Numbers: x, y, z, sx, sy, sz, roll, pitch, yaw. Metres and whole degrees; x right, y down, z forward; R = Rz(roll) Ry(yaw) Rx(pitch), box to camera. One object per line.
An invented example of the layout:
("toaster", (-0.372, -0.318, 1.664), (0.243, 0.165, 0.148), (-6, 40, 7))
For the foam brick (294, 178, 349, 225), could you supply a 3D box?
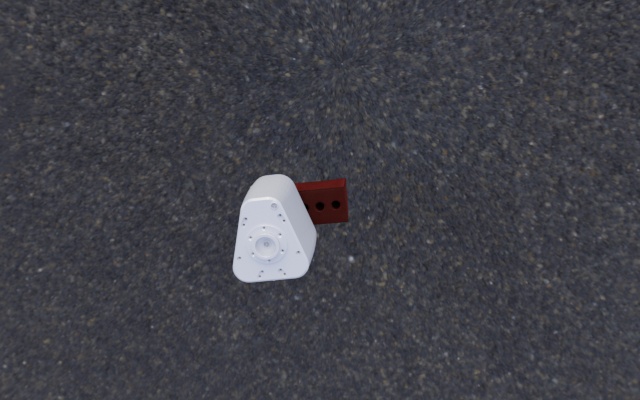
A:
("foam brick", (0.000, 0.002, 0.677), (0.078, 0.053, 0.051), (-6, 16, 4))
